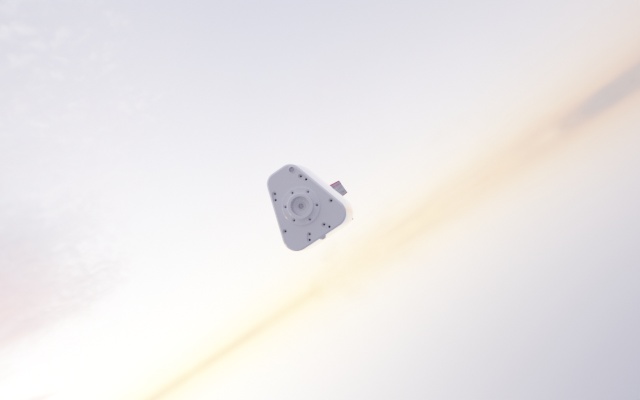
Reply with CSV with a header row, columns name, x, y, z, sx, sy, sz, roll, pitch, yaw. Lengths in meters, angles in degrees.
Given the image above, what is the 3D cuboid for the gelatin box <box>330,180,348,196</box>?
name,x,y,z,sx,sy,sz,roll,pitch,yaw
gelatin box,0.000,0.002,0.783,0.073,0.030,0.089,-35,0,18
